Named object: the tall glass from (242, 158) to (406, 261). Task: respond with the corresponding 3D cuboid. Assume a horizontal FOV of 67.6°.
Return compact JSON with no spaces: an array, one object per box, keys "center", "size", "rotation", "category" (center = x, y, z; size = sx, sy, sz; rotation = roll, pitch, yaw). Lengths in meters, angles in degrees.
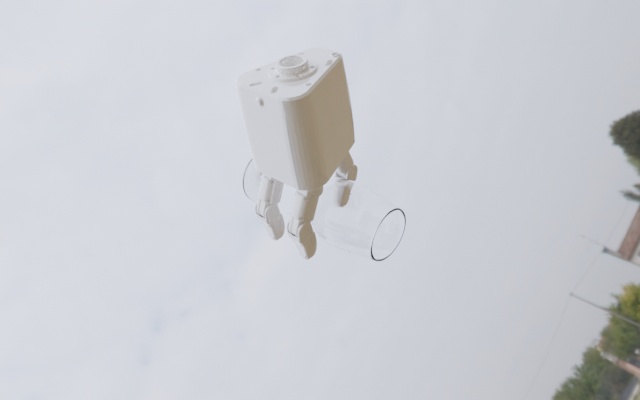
[{"center":[0.000,0.002,0.564],"size":[0.201,0.079,0.079],"rotation":[26,16,35],"category":"tall glass"}]
